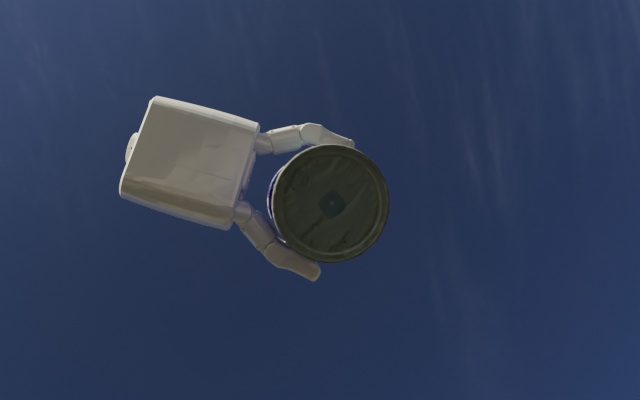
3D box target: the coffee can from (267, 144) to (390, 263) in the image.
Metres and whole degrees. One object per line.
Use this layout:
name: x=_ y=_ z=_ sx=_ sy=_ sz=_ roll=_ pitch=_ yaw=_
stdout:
coffee can: x=0.000 y=0.002 z=0.477 sx=0.103 sy=0.103 sz=0.140 roll=0 pitch=1 yaw=-8
